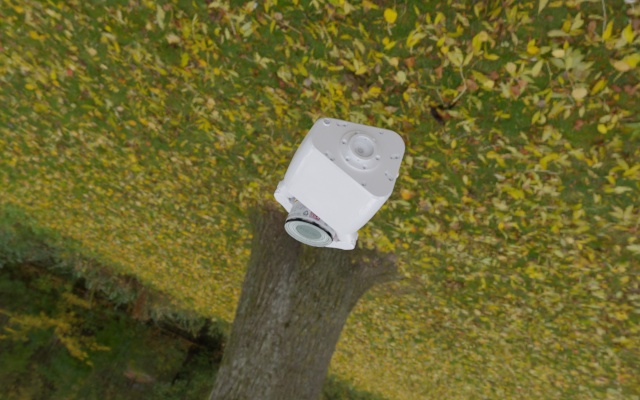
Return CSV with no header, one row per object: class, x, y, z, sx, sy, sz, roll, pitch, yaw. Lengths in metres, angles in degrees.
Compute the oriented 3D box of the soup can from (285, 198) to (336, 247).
soup can,0.000,0.002,0.640,0.068,0.102,0.068,16,-28,9
